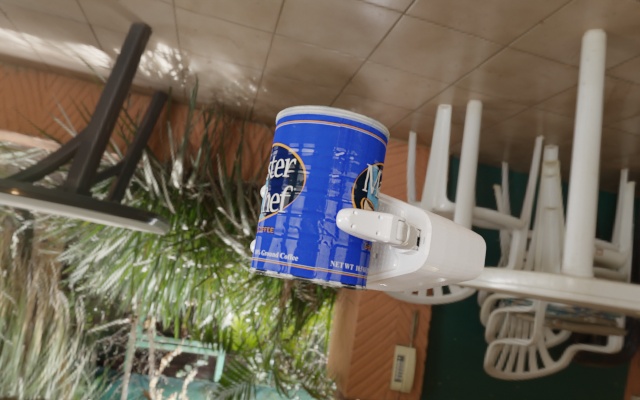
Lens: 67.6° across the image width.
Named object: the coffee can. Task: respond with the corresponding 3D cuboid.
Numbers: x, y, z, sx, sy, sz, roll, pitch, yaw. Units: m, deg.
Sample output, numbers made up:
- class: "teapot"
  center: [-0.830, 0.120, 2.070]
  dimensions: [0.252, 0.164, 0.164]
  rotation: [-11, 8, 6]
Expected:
- class: "coffee can"
  center: [0.000, 0.001, 0.420]
  dimensions: [0.103, 0.140, 0.103]
  rotation: [9, -9, 1]
